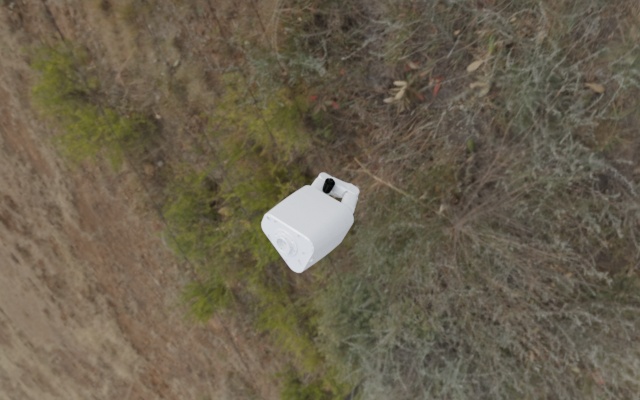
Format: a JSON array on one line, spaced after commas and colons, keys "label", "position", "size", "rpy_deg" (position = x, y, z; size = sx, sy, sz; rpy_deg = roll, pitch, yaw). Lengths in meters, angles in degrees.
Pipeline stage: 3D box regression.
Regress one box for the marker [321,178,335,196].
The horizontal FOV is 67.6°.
[{"label": "marker", "position": [0.000, 0.003, 0.854], "size": [0.020, 0.020, 0.121], "rpy_deg": [0, -39, -23]}]
